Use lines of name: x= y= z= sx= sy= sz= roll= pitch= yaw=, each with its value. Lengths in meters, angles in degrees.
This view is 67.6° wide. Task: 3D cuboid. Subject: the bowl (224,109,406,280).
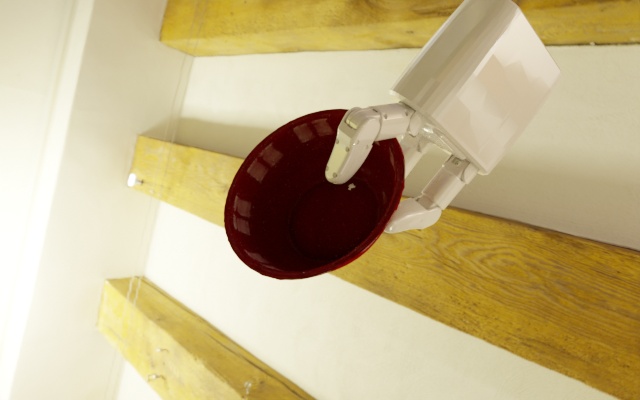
bowl: x=-0.001 y=0.002 z=0.408 sx=0.162 sy=0.162 sz=0.055 roll=0 pitch=-30 yaw=27
